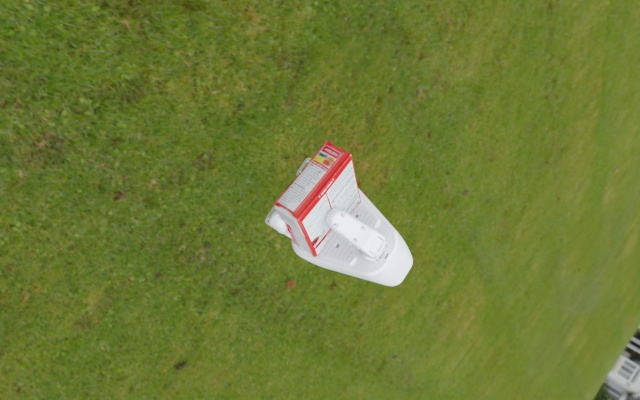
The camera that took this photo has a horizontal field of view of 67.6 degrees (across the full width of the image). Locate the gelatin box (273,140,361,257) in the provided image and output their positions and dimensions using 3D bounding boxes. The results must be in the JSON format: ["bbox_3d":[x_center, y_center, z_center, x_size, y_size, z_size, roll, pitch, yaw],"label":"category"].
[{"bbox_3d":[0.000,0.001,0.425,0.030,0.073,0.089,32,-17,23],"label":"gelatin box"}]
